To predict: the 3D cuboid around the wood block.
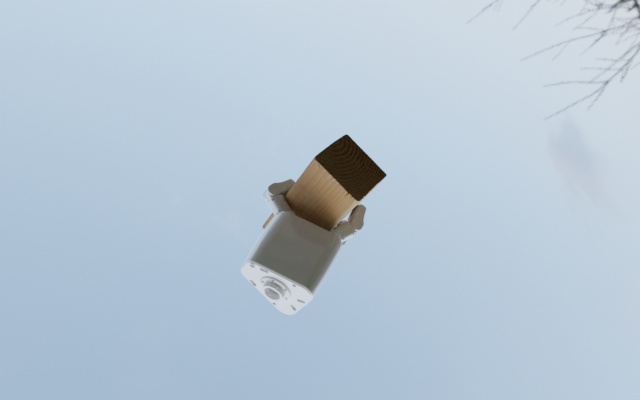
[{"bbox_3d":[0.000,0.003,0.763,0.090,0.091,0.206,-40,-5,-42],"label":"wood block"}]
